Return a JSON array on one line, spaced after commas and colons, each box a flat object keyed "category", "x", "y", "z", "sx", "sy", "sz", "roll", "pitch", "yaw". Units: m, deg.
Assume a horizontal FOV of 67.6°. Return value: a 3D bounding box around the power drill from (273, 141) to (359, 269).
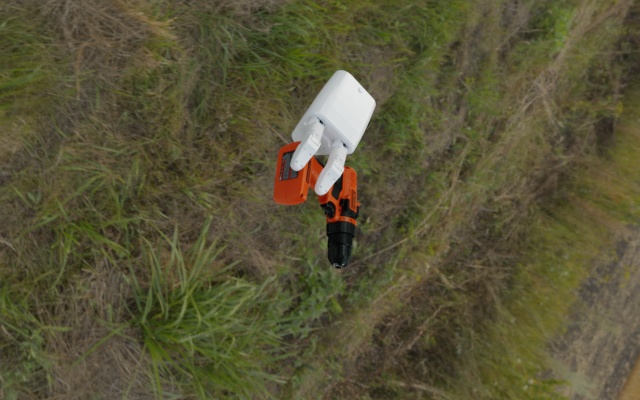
[{"category": "power drill", "x": 0.000, "y": 0.002, "z": 0.777, "sx": 0.057, "sy": 0.184, "sz": 0.188, "roll": -11, "pitch": -28, "yaw": 29}]
